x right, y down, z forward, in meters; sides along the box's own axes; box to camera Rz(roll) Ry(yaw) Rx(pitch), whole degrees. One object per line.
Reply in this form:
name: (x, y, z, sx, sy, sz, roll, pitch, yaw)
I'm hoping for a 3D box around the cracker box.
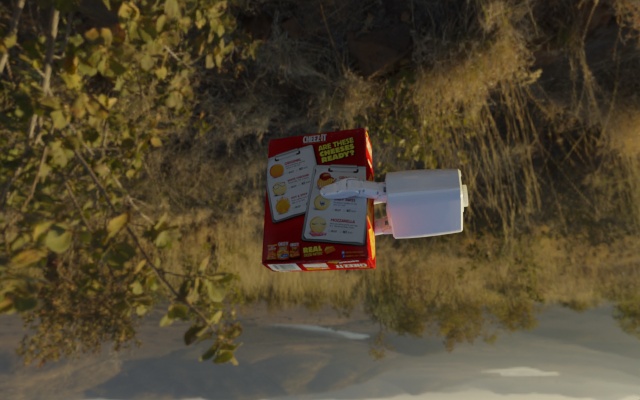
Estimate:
cracker box: (0.000, 0.003, 0.754, 0.164, 0.213, 0.072, -5, -23, 14)
